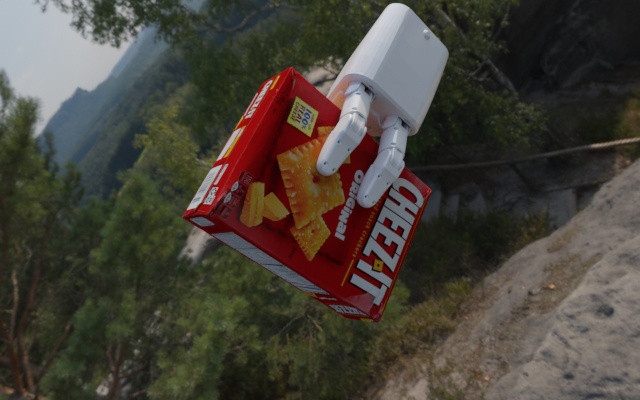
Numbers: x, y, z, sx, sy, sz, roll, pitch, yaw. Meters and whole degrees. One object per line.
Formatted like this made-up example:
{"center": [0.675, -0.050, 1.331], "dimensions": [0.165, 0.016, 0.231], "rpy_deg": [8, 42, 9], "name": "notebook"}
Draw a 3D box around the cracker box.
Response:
{"center": [0.000, 0.001, 0.481], "dimensions": [0.214, 0.164, 0.072], "rpy_deg": [36, -22, -25], "name": "cracker box"}
